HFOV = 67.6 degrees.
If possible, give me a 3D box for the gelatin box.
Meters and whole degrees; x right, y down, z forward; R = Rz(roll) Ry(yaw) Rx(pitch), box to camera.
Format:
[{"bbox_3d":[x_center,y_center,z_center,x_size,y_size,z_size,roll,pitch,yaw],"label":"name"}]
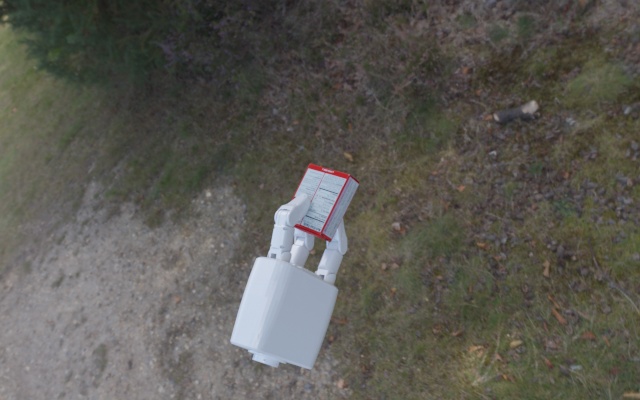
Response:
[{"bbox_3d":[0.000,0.002,0.628,0.073,0.089,0.030,18,-11,41],"label":"gelatin box"}]
